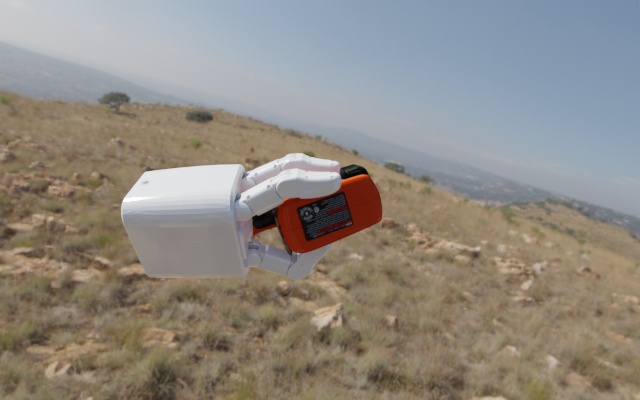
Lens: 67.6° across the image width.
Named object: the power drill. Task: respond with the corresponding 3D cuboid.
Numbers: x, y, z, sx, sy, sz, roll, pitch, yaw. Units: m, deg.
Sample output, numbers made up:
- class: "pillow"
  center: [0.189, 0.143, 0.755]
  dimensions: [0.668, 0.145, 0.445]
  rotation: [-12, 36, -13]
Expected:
- class: "power drill"
  center: [0.000, 0.002, 0.553]
  dimensions: [0.184, 0.057, 0.187]
  rotation: [-22, 9, -14]
